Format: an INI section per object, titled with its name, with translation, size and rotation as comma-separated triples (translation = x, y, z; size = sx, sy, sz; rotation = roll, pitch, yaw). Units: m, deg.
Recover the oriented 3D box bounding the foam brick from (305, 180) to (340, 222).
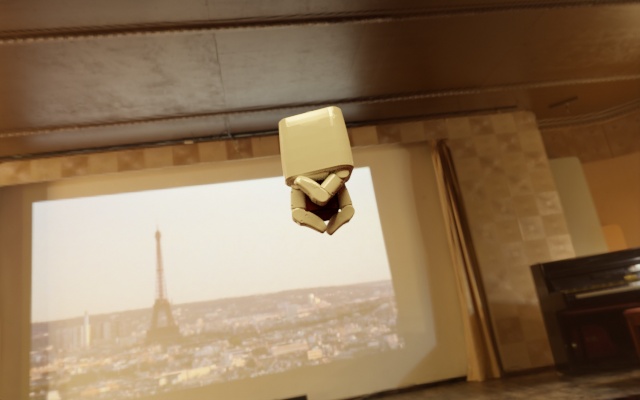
[foam brick]
translation = 0.000, 0.003, 0.793
size = 0.053, 0.051, 0.078
rotation = -8, -16, -6
